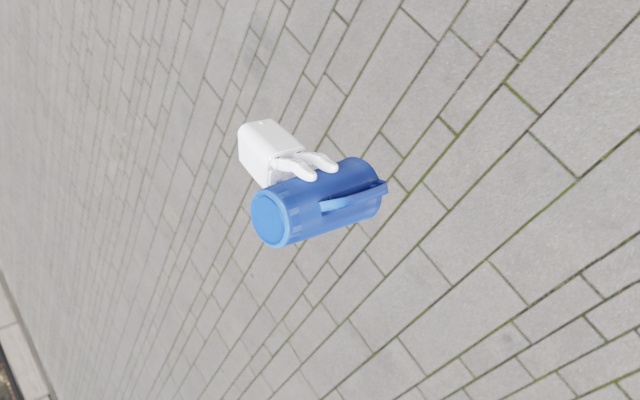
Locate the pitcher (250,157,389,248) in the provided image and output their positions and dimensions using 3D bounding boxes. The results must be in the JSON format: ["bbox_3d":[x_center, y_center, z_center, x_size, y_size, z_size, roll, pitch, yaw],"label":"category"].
[{"bbox_3d":[0.000,0.003,0.892,0.243,0.149,0.145,-19,56,-41],"label":"pitcher"}]
